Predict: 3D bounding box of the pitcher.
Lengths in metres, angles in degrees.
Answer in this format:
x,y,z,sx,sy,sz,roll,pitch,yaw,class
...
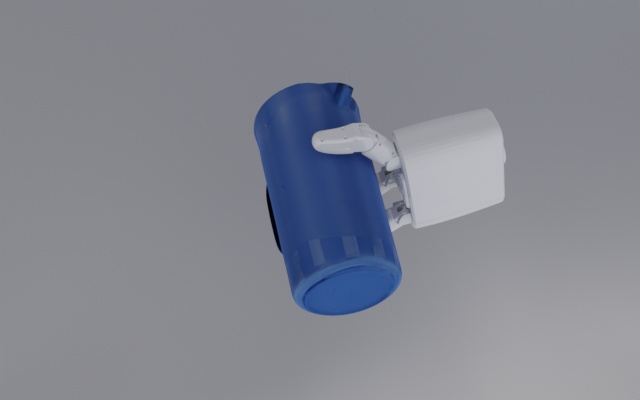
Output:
x,y,z,sx,sy,sz,roll,pitch,yaw,class
0.000,0.002,0.530,0.145,0.242,0.149,-15,-37,3,pitcher
